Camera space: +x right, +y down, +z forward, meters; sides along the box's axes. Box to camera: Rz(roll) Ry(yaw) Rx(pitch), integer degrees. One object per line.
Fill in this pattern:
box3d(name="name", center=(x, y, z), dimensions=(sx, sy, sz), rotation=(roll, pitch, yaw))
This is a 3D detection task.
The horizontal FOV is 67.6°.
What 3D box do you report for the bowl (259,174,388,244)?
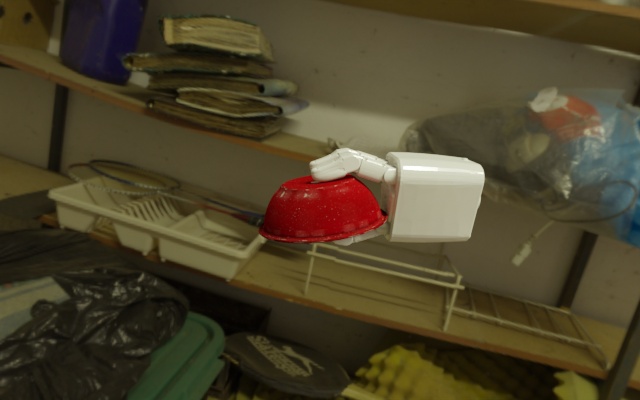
box3d(name="bowl", center=(-0.001, 0.002, 0.590), dimensions=(0.162, 0.055, 0.162), rotation=(-7, 13, 2))
